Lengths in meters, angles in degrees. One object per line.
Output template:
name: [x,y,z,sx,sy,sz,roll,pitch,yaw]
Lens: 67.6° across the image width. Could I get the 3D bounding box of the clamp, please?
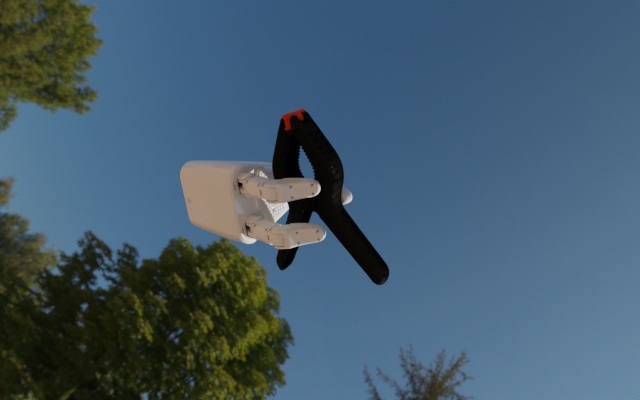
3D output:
clamp: [0.000,0.001,0.549,0.164,0.210,0.036,9,26,36]
